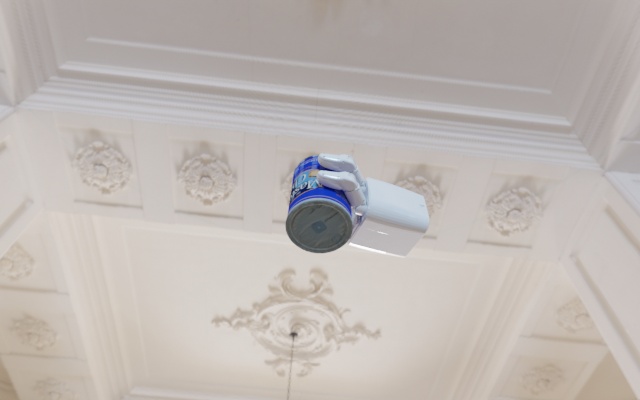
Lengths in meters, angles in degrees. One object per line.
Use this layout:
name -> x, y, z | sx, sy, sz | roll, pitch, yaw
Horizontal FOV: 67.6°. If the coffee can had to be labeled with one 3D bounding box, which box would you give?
coffee can -> 0.000, 0.003, 0.780 | 0.103, 0.103, 0.140 | 0, 34, 2
